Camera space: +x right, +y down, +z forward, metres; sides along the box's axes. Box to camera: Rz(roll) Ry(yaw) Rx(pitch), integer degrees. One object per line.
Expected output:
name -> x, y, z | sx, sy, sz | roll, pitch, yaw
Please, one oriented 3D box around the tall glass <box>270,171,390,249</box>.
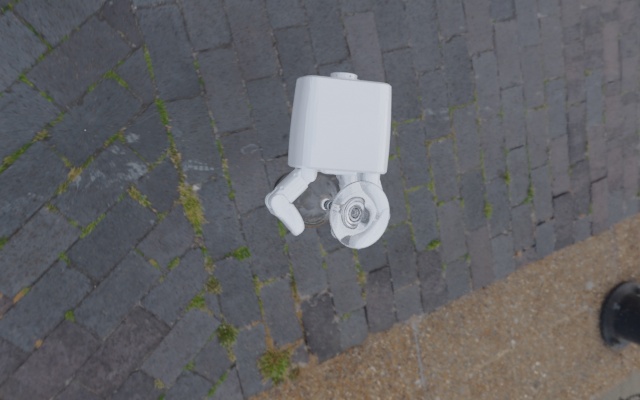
tall glass -> 0.000, 0.002, 0.600 | 0.079, 0.079, 0.201 | 0, 7, -26
